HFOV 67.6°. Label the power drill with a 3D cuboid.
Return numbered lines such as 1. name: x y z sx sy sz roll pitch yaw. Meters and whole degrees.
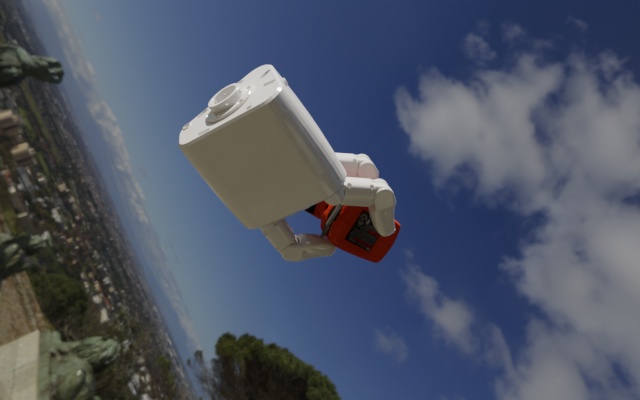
1. power drill: 0.000 0.002 0.563 0.187 0.057 0.184 31 3 40
